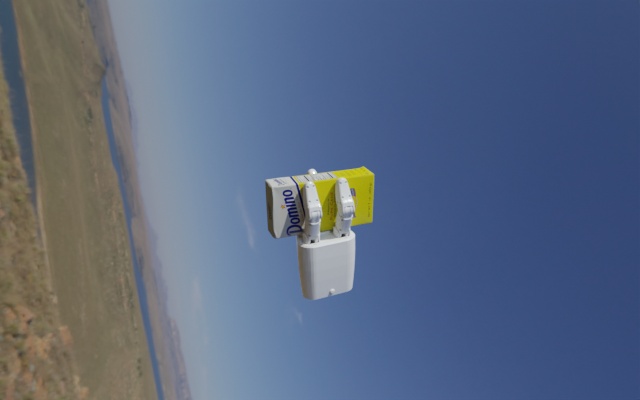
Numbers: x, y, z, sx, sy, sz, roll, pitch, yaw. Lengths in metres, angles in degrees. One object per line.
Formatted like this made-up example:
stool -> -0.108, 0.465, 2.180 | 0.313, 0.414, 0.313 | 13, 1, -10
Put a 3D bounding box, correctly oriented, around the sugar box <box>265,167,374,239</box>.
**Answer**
sugar box -> 0.000, 0.003, 0.789 | 0.176, 0.093, 0.048 | -10, 25, -20
